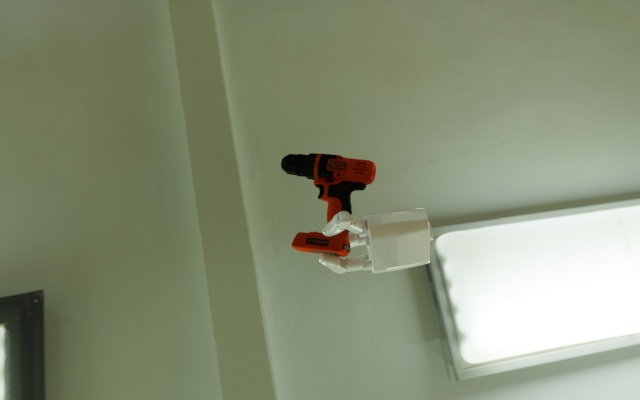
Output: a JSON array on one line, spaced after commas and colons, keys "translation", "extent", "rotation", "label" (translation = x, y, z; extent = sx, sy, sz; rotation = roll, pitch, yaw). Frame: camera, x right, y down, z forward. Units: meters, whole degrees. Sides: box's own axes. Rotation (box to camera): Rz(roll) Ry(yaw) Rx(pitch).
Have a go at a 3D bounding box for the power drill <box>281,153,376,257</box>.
[{"translation": [0.000, 0.003, 0.884], "extent": [0.184, 0.187, 0.057], "rotation": [6, -12, 18], "label": "power drill"}]
